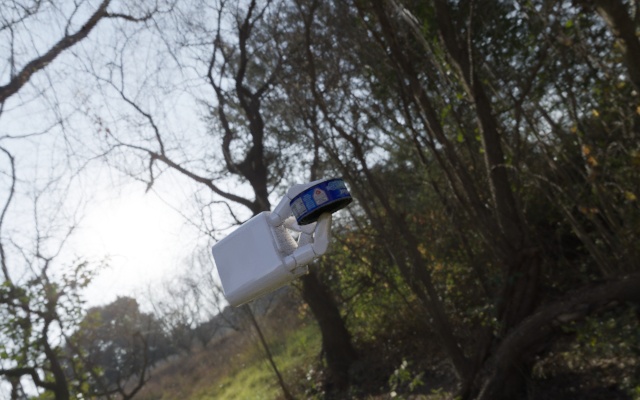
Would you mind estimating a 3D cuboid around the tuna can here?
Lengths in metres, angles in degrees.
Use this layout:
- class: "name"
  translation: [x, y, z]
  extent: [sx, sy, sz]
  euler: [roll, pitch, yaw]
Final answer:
- class: "tuna can"
  translation: [0.000, 0.002, 0.674]
  extent: [0.086, 0.033, 0.086]
  euler: [-24, -12, -5]
